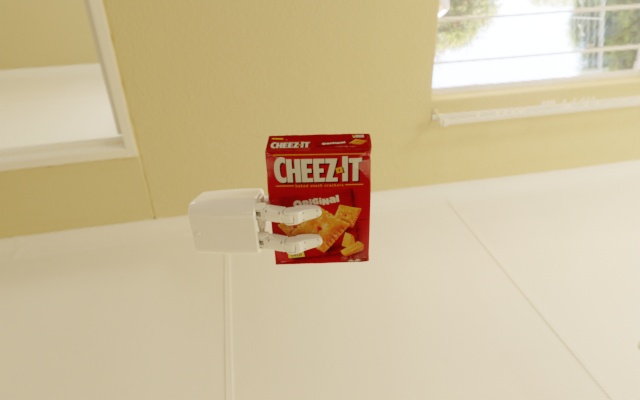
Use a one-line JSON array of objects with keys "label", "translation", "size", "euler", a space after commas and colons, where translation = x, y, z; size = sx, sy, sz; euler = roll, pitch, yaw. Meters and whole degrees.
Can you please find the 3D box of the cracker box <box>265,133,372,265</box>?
[{"label": "cracker box", "translation": [0.000, 0.003, 0.786], "size": [0.164, 0.214, 0.072], "euler": [-1, 30, 1]}]
